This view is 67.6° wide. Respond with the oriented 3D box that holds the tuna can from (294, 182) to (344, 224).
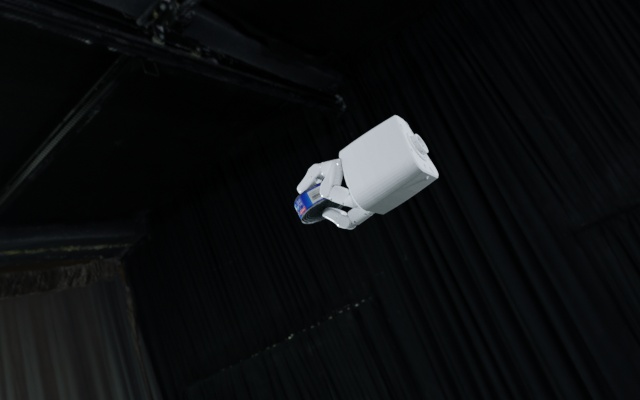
[{"bbox_3d":[0.000,0.002,0.795,0.086,0.033,0.086,-25,-20,-10],"label":"tuna can"}]
